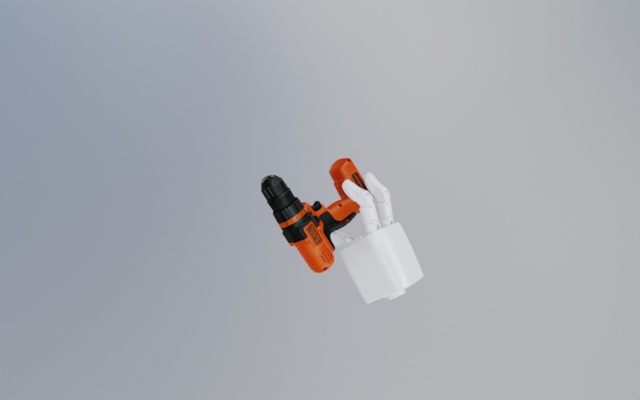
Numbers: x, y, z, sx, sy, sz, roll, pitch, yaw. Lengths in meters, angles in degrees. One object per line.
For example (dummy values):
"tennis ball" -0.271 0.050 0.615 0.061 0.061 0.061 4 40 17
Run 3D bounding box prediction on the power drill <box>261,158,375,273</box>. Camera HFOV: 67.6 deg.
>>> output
"power drill" 0.001 0.003 0.822 0.057 0.184 0.187 -14 22 50
